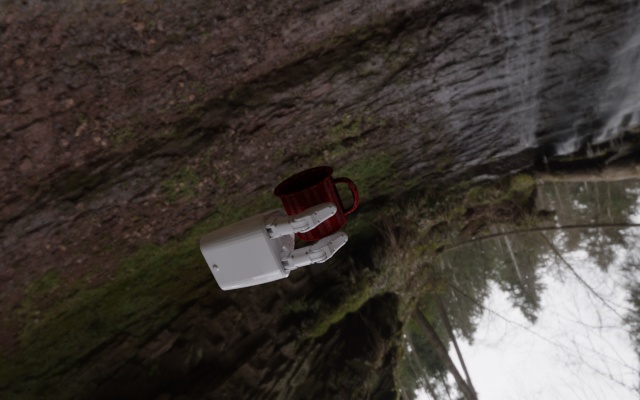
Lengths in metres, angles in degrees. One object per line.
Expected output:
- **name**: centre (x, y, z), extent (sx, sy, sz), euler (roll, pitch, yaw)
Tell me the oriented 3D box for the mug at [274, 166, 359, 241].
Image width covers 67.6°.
- **mug**: centre (0.002, 0.002, 0.699), extent (0.117, 0.081, 0.093), euler (-16, 21, 17)
